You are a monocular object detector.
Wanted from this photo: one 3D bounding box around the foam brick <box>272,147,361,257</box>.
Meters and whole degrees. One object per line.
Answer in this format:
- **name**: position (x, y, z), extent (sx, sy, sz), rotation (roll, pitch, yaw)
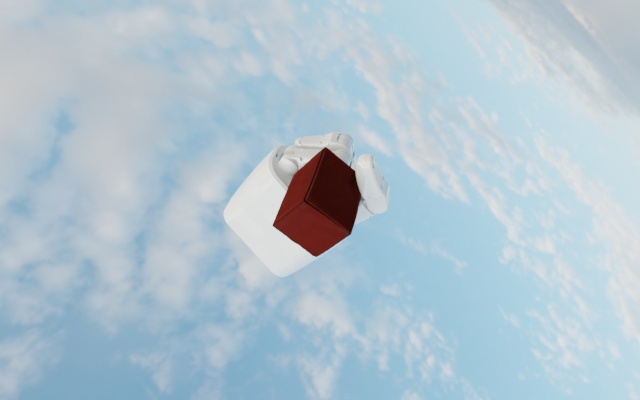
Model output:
- **foam brick**: position (0.000, 0.002, 0.436), extent (0.053, 0.078, 0.051), rotation (38, -50, -17)
